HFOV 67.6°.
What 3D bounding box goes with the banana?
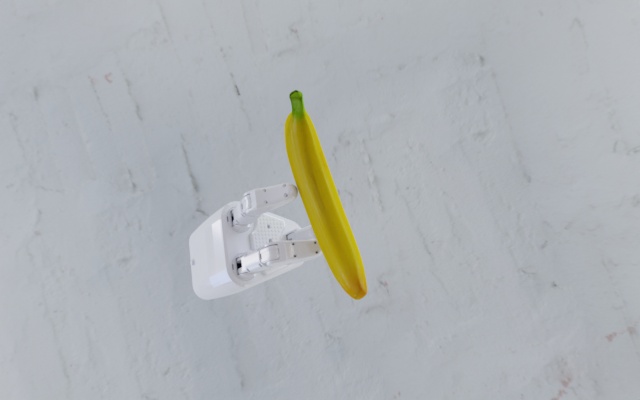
[{"bbox_3d":[0.000,-0.002,0.459,0.037,0.198,0.069,-20,-1,3],"label":"banana"}]
